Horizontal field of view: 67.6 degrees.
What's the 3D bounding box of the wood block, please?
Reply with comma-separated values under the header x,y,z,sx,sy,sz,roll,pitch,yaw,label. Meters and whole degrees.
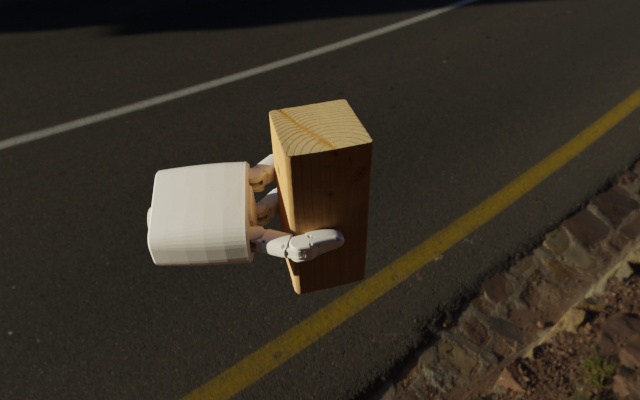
x,y,z,sx,sy,sz,roll,pitch,yaw,label
0.000,0.002,0.553,0.090,0.206,0.090,-11,42,-10,wood block
